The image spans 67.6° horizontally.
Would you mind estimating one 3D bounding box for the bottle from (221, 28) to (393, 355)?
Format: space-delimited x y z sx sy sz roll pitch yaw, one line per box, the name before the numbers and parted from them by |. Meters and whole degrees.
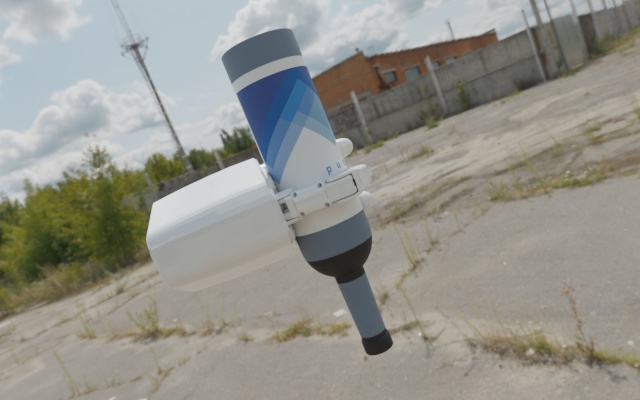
bottle | 0.000 0.001 0.428 0.069 0.296 0.069 -22 6 2
